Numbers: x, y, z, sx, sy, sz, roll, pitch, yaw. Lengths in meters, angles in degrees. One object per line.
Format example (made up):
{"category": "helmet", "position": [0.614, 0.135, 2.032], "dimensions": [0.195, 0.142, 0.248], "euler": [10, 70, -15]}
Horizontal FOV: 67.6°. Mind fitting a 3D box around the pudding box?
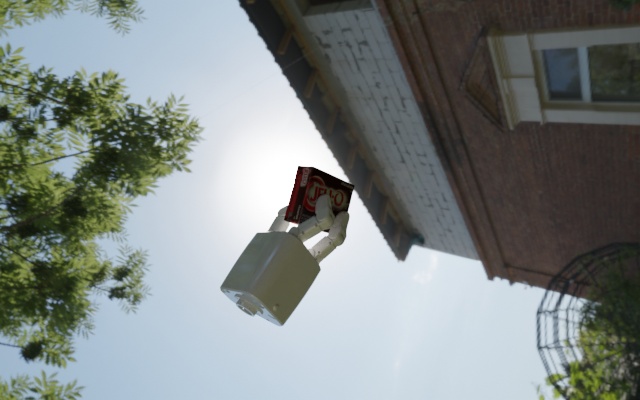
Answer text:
{"category": "pudding box", "position": [0.000, 0.003, 0.754], "dimensions": [0.039, 0.090, 0.113], "euler": [10, -7, 39]}
